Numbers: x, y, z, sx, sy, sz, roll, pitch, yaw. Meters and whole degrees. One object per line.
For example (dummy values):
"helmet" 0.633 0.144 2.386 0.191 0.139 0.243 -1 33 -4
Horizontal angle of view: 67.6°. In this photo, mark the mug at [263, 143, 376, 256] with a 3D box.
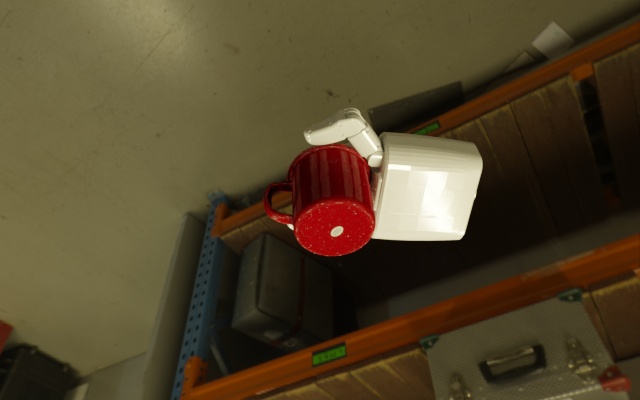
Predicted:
"mug" -0.001 0.002 0.489 0.117 0.093 0.081 2 43 -6
